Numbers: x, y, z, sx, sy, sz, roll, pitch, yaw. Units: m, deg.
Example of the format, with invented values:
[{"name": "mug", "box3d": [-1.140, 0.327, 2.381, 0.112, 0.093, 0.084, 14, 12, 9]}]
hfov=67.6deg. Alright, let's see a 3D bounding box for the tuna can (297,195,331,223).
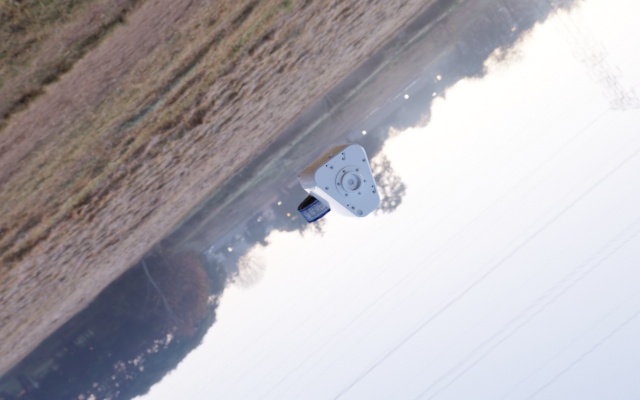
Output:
[{"name": "tuna can", "box3d": [0.000, 0.003, 0.890, 0.086, 0.034, 0.086, -37, 11, 9]}]
